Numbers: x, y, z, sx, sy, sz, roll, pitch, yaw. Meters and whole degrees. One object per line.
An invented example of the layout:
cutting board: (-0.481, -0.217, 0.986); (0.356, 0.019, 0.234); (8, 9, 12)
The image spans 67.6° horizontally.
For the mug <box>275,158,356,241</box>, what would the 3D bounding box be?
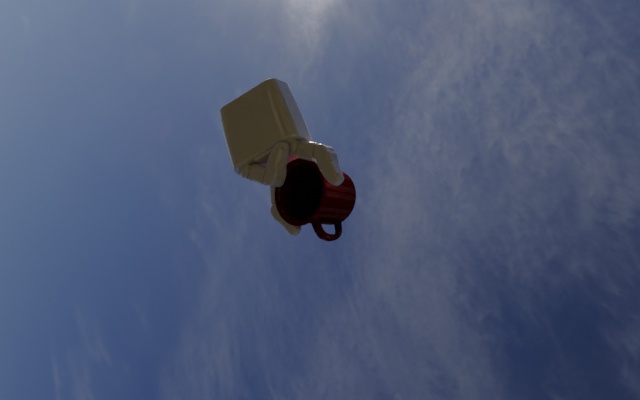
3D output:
mug: (0.001, 0.003, 0.669); (0.093, 0.117, 0.081); (-35, -26, 31)
